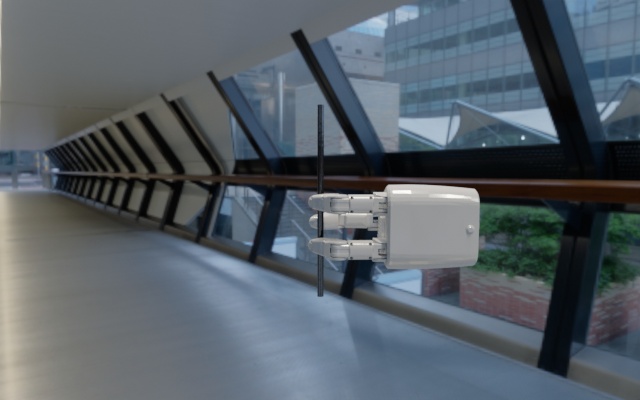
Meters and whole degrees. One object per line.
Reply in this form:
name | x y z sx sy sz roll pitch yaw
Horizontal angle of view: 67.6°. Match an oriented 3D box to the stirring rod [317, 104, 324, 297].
stirring rod | 0.000 0.002 0.599 0.011 0.239 0.011 0 5 0
